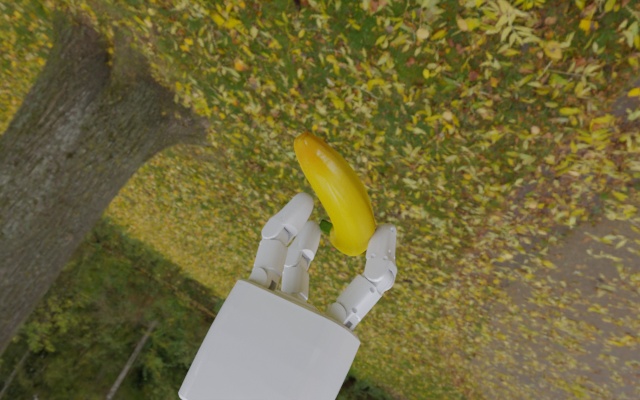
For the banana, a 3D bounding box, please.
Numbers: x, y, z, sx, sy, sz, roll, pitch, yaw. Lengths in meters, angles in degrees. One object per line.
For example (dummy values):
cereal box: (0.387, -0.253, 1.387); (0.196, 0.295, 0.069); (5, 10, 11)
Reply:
banana: (0.017, 0.010, 0.421); (0.069, 0.037, 0.198); (25, -20, 15)
